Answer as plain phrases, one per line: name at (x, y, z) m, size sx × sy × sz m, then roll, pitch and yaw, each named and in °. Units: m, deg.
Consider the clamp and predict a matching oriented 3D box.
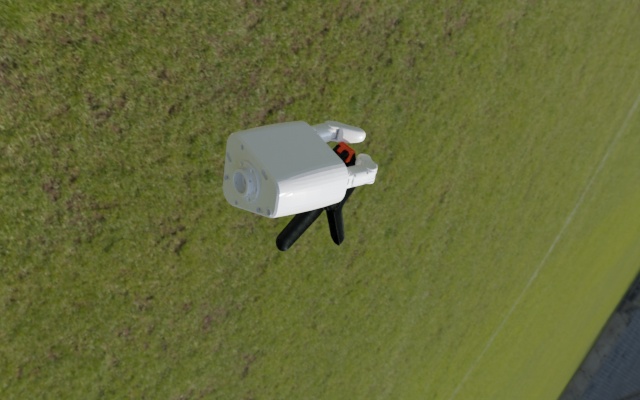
clamp at (0.001, 0.002, 0.667) m, size 0.120 × 0.171 × 0.039 m, roll -15°, pitch 38°, yaw -40°
